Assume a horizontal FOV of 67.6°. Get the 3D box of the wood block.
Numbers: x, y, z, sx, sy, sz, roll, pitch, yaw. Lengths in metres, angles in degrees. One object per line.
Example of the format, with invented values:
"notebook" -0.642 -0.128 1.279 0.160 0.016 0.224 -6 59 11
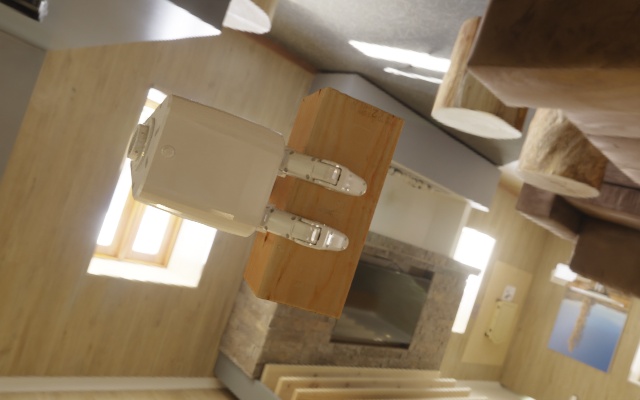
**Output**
"wood block" 0.000 0.002 0.495 0.090 0.206 0.091 19 -1 -18
